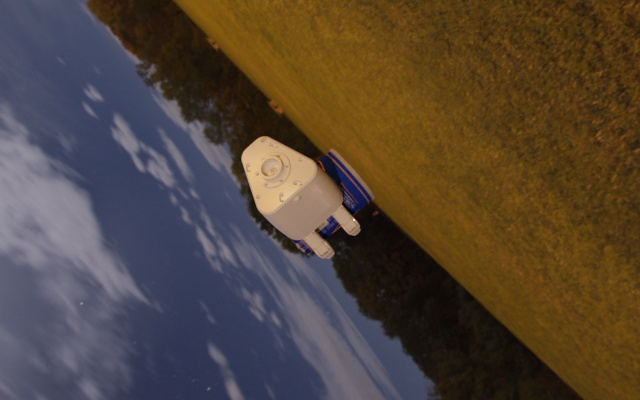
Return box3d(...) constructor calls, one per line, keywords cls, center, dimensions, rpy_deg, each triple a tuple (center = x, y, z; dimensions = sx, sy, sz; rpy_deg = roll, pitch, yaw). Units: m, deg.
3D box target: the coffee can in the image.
box3d(cls="coffee can", center=(0.000, 0.002, 0.750), dimensions=(0.140, 0.103, 0.103), rpy_deg=(-41, -1, 1))
